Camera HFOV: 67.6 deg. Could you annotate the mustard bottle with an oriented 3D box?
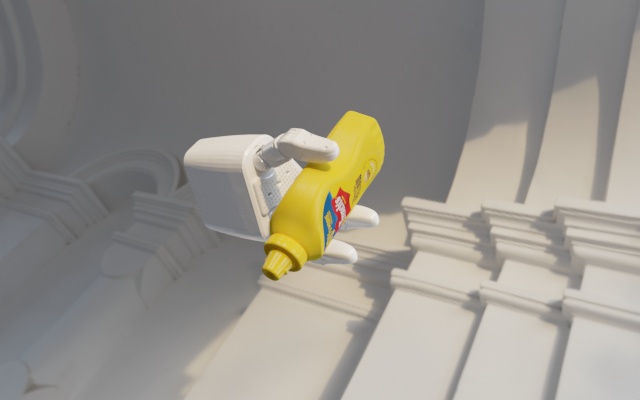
[{"bbox_3d":[0.000,0.001,0.479,0.058,0.191,0.096,23,-36,18],"label":"mustard bottle"}]
